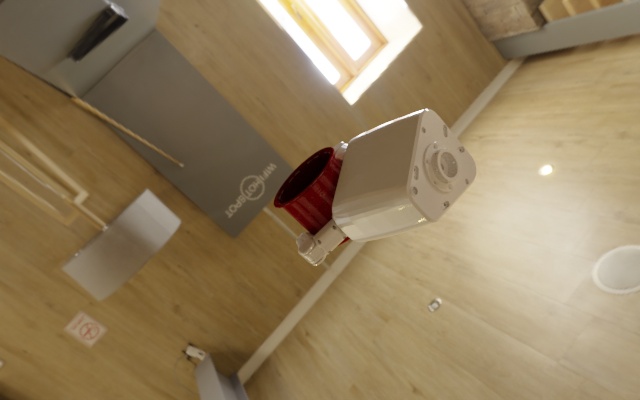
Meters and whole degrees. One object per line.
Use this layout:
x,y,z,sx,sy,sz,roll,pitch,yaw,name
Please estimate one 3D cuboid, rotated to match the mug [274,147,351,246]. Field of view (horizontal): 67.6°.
-0.001,0.002,0.561,0.081,0.093,0.117,45,-33,-19,mug
